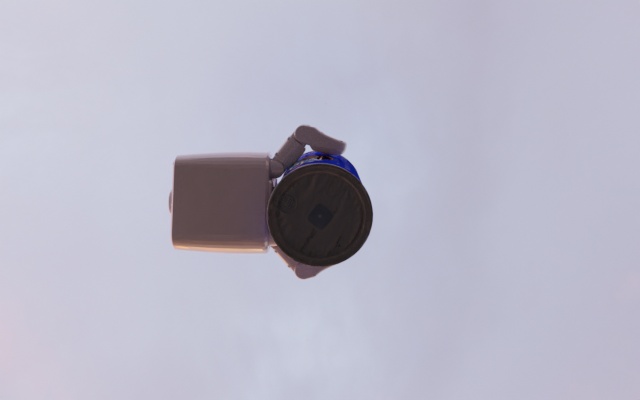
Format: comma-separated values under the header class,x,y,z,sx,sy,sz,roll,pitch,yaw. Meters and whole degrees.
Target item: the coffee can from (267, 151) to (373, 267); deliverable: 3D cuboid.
class,x,y,z,sx,sy,sz,roll,pitch,yaw
coffee can,0.000,0.002,0.526,0.103,0.103,0.140,0,12,1
